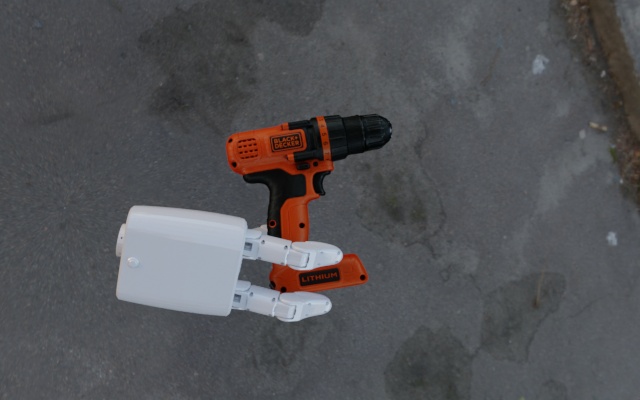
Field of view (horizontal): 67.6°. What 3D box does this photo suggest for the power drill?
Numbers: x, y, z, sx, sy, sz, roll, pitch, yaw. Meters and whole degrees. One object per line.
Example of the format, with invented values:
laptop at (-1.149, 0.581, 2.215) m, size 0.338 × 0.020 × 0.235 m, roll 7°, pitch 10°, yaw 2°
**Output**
power drill at (0.000, 0.002, 0.523) m, size 0.184 × 0.187 × 0.057 m, roll -9°, pitch -5°, yaw -2°
